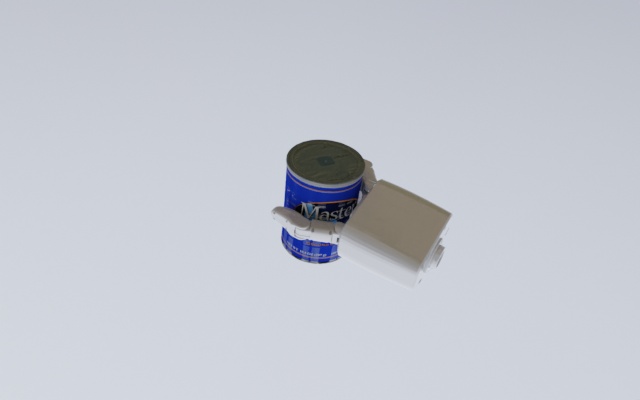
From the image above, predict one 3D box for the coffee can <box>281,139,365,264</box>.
[{"bbox_3d":[0.000,0.002,0.657,0.103,0.140,0.102,5,39,-4],"label":"coffee can"}]
